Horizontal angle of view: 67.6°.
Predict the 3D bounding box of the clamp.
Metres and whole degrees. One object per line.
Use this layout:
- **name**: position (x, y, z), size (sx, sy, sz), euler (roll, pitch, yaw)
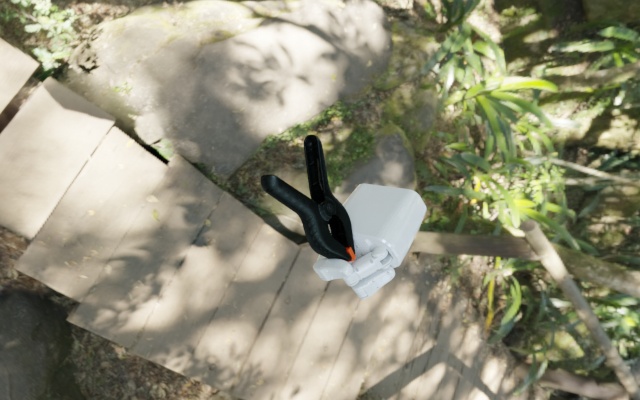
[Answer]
- **clamp**: position (0.001, 0.002, 0.612), size (0.039, 0.171, 0.120), euler (-6, 38, 42)
